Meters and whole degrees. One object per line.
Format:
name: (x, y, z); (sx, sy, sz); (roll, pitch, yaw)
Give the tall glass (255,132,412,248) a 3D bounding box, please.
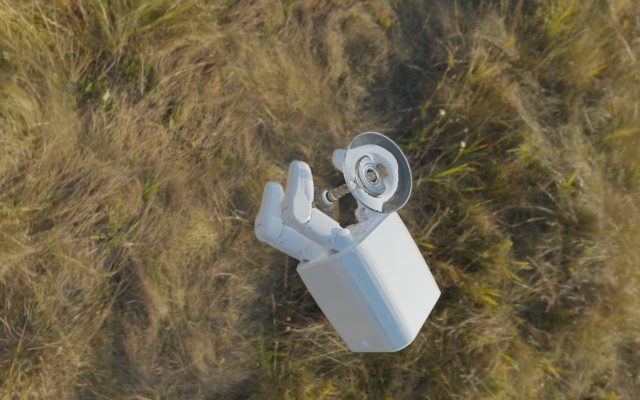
tall glass: (0.000, 0.001, 0.492); (0.079, 0.079, 0.201); (0, -15, -32)
